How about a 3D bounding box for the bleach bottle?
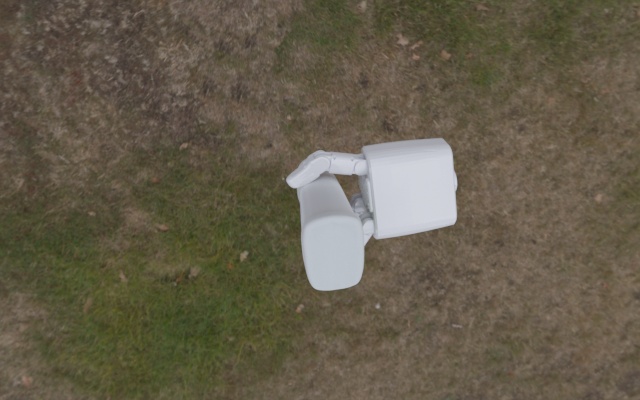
[{"bbox_3d":[0.000,0.002,0.625,0.068,0.103,0.250,-7,29,-4],"label":"bleach bottle"}]
